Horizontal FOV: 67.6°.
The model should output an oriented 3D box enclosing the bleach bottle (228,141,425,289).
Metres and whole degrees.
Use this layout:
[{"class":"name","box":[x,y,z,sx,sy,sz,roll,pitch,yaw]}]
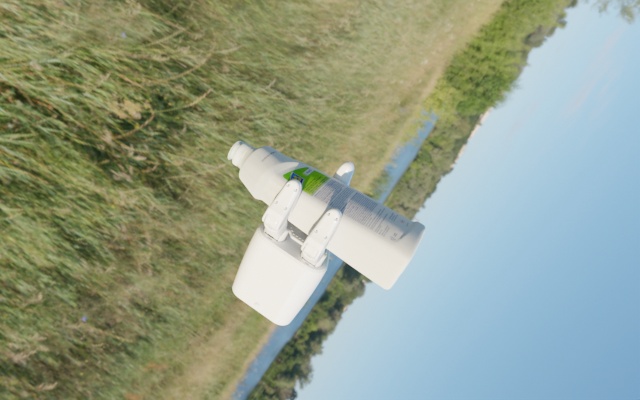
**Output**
[{"class":"bleach bottle","box":[0.000,0.002,0.584,0.251,0.068,0.102,33,30,8]}]
